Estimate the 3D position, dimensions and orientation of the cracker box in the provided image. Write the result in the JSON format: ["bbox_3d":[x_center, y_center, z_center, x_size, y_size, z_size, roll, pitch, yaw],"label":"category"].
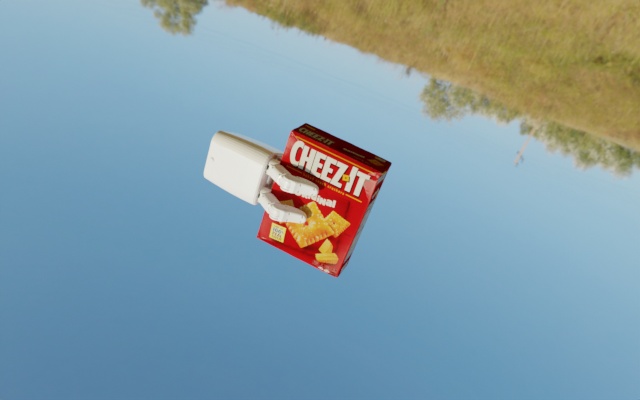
[{"bbox_3d":[0.000,0.003,0.807,0.164,0.214,0.072,26,27,11],"label":"cracker box"}]
